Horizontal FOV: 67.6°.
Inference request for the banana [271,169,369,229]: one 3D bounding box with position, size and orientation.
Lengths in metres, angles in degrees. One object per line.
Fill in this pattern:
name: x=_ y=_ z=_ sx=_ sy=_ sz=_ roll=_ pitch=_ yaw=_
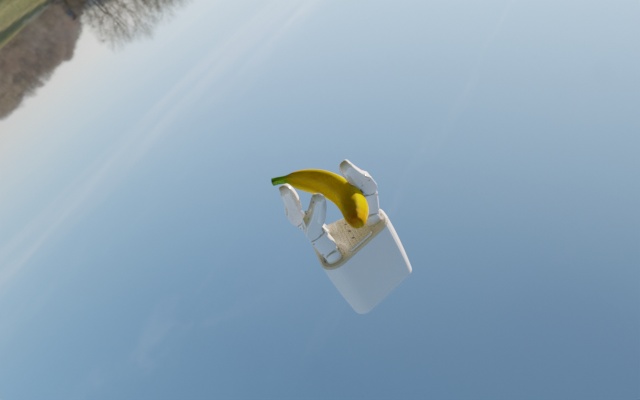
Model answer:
banana: x=0.012 y=-0.008 z=0.648 sx=0.069 sy=0.037 sz=0.197 roll=-34 pitch=33 yaw=-24
